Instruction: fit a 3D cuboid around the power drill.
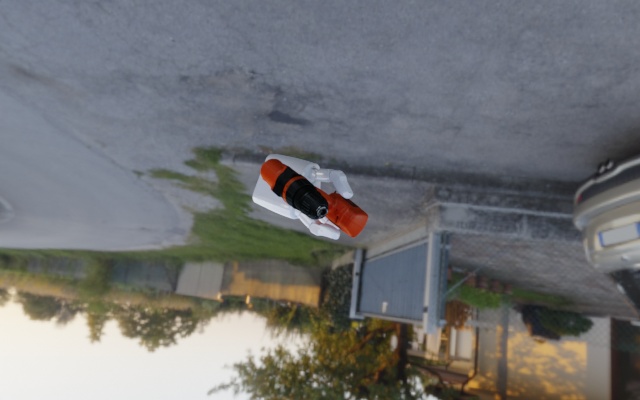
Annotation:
[{"bbox_3d":[0.000,0.003,0.838,0.188,0.057,0.184,30,7,-42],"label":"power drill"}]
